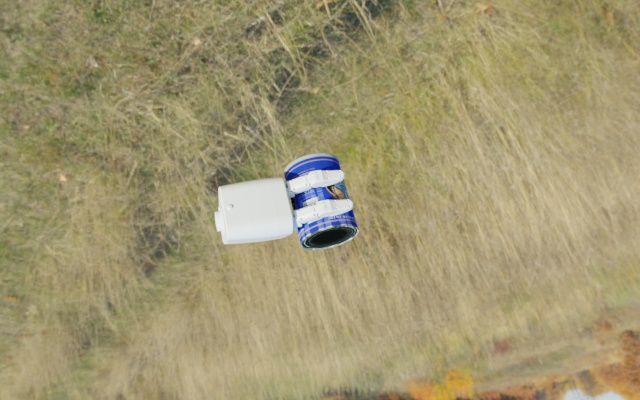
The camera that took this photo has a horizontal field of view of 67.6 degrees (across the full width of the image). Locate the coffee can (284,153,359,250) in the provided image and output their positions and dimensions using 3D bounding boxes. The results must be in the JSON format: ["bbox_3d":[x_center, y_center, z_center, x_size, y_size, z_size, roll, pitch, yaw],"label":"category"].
[{"bbox_3d":[0.000,0.003,0.834,0.103,0.140,0.103,-13,-23,-6],"label":"coffee can"}]
